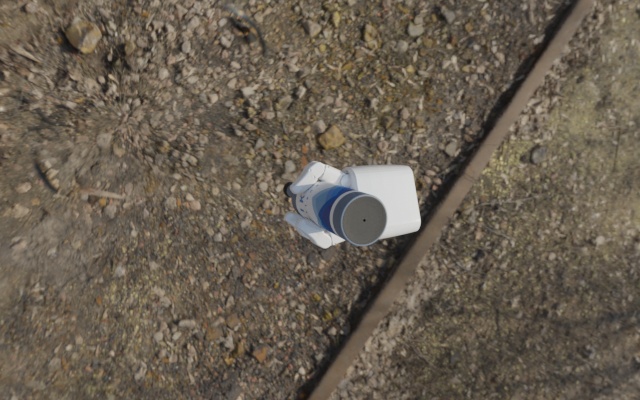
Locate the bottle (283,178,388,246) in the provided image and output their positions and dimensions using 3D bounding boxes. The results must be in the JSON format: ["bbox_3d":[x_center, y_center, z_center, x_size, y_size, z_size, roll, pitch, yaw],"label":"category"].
[{"bbox_3d":[0.000,0.002,0.728,0.069,0.069,0.295,0,9,-22],"label":"bottle"}]
